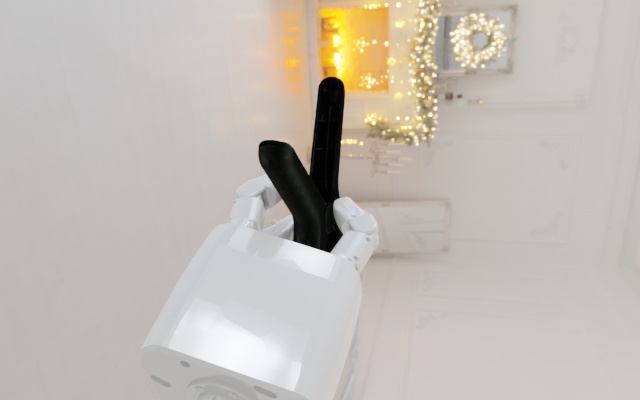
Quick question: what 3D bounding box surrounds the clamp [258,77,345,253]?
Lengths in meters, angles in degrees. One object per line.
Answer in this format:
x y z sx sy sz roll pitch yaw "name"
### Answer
0.001 0.002 0.431 0.036 0.210 0.164 5 38 17 "clamp"
